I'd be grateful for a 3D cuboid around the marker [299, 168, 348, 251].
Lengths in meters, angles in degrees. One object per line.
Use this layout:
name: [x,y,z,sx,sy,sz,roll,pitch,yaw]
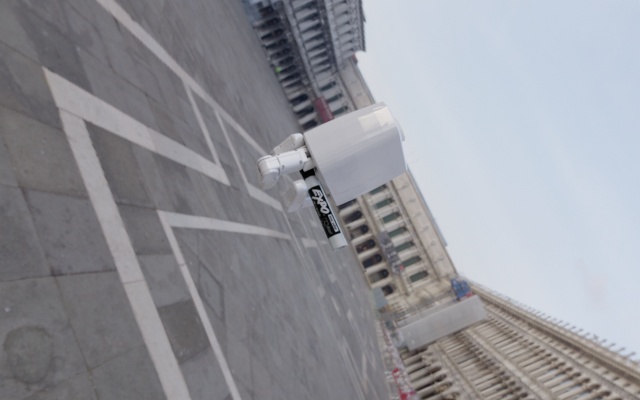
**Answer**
marker: [0.000,0.002,0.567,0.020,0.121,0.020,-22,-16,-6]
